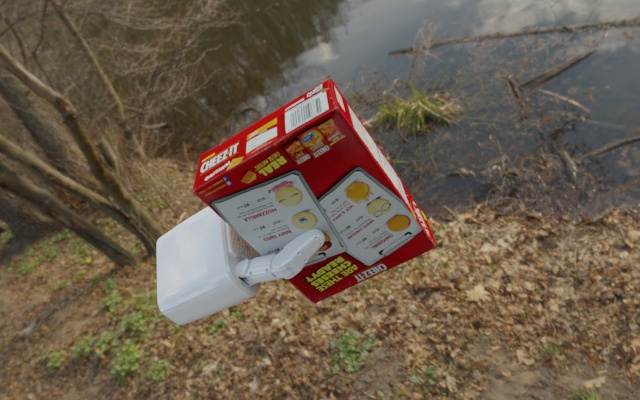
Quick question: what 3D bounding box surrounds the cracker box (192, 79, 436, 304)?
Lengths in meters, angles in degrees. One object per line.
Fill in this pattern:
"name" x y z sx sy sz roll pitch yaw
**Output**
"cracker box" 0.000 0.002 0.509 0.164 0.072 0.214 -28 -53 18
